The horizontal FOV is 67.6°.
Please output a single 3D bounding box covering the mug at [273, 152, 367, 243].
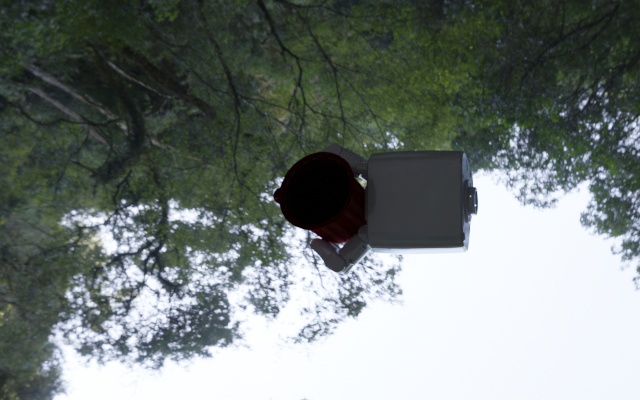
[{"bbox_3d":[-0.001,0.002,0.566,0.117,0.093,0.081,0,-20,26],"label":"mug"}]
